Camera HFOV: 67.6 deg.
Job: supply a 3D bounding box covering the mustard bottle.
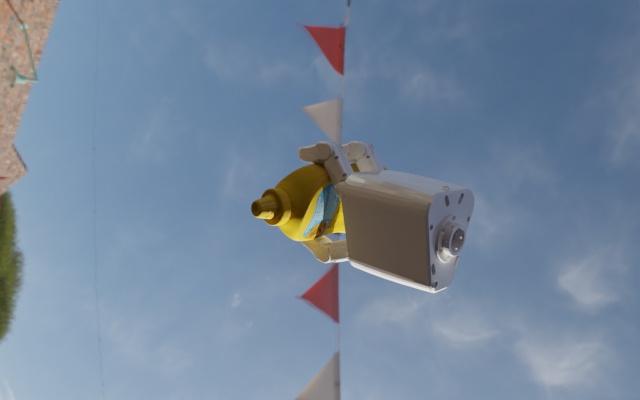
[{"bbox_3d":[0.000,0.002,0.568,0.191,0.096,0.058,-7,40,-45],"label":"mustard bottle"}]
